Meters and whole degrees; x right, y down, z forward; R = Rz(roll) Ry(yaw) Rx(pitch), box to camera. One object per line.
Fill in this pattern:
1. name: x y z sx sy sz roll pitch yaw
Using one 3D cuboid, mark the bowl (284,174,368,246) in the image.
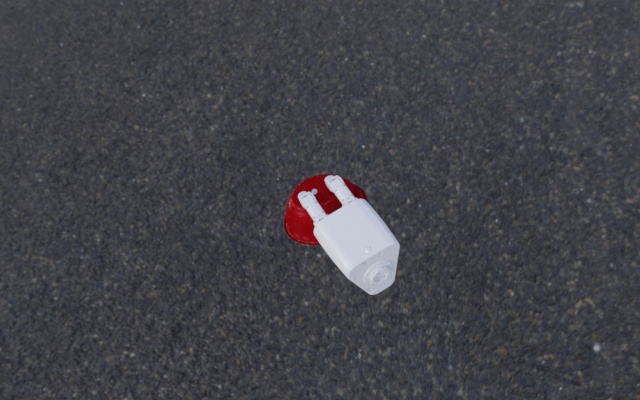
1. bowl: -0.001 0.002 0.856 0.162 0.055 0.162 -15 39 13
